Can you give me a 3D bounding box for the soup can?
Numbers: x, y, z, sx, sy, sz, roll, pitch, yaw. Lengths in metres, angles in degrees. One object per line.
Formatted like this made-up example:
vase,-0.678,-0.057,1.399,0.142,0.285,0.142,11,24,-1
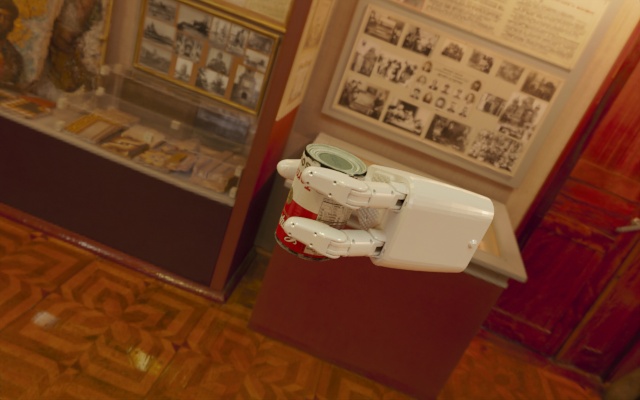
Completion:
soup can,0.000,0.001,0.490,0.068,0.102,0.068,17,24,-8
